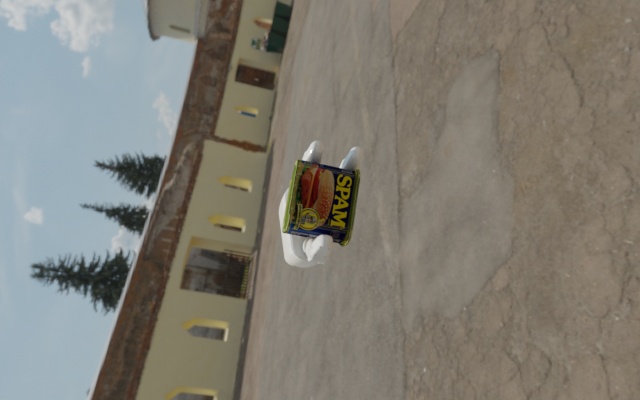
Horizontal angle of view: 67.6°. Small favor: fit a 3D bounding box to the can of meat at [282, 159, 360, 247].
[{"bbox_3d":[0.000,0.002,0.622,0.084,0.102,0.057,11,-13,-9],"label":"can of meat"}]
